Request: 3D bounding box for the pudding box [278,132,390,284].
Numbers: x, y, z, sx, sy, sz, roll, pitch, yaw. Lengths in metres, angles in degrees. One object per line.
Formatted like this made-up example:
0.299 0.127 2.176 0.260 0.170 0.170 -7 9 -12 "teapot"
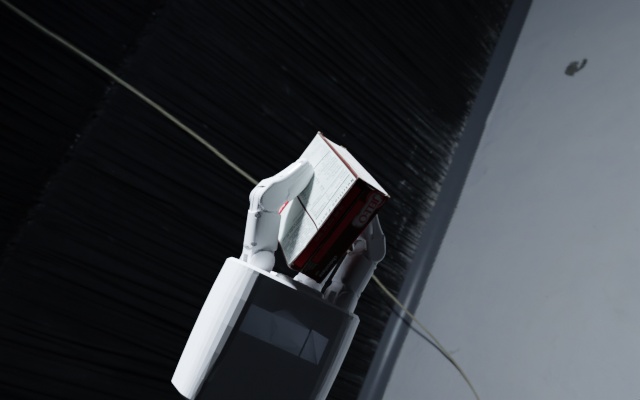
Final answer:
0.000 0.001 0.406 0.039 0.090 0.113 32 13 -30 "pudding box"
